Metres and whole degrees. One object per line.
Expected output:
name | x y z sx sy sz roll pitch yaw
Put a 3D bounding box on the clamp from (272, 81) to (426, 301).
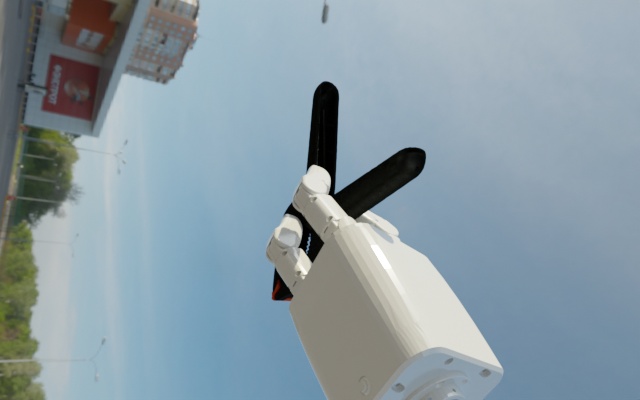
clamp | 0.001 0.002 0.440 0.036 0.210 0.164 10 32 -32
